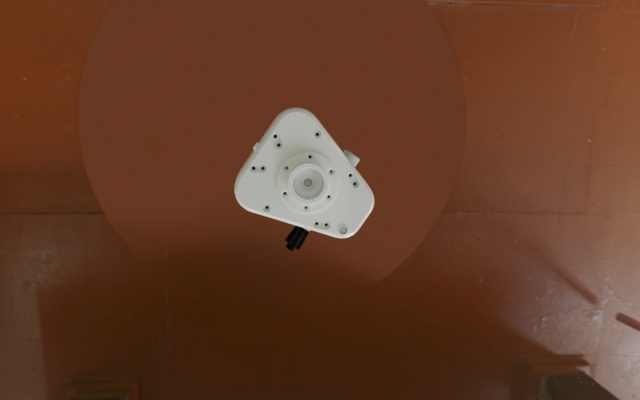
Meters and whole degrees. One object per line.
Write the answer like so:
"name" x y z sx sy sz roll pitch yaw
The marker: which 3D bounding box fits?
"marker" 0.000 0.002 0.504 0.020 0.121 0.020 34 4 -3
